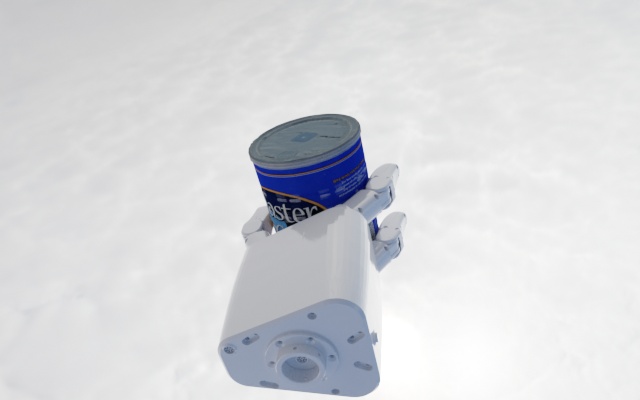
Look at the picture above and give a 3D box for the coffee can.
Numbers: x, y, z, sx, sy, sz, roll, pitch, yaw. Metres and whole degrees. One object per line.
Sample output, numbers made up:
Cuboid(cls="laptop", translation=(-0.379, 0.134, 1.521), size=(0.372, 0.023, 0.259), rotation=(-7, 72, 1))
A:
Cuboid(cls="coffee can", translation=(0.000, 0.001, 0.458), size=(0.103, 0.140, 0.102), rotation=(-11, 29, 6))
